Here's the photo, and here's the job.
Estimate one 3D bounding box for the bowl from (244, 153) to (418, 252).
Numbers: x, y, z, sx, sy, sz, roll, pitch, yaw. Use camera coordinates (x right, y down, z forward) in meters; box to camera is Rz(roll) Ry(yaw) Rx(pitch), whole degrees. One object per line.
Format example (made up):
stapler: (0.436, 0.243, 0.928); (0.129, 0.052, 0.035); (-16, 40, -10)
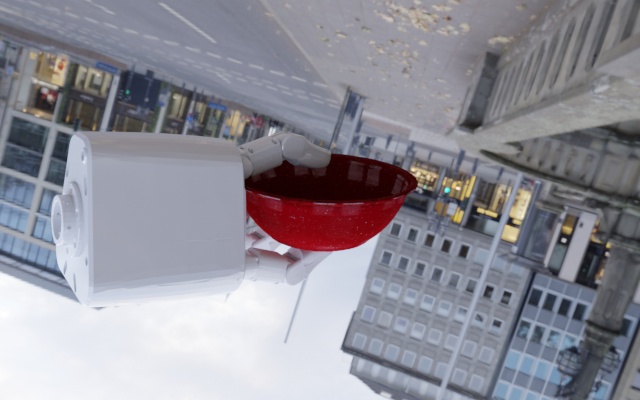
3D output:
bowl: (0.001, 0.002, 0.416); (0.162, 0.055, 0.162); (2, 18, -1)
